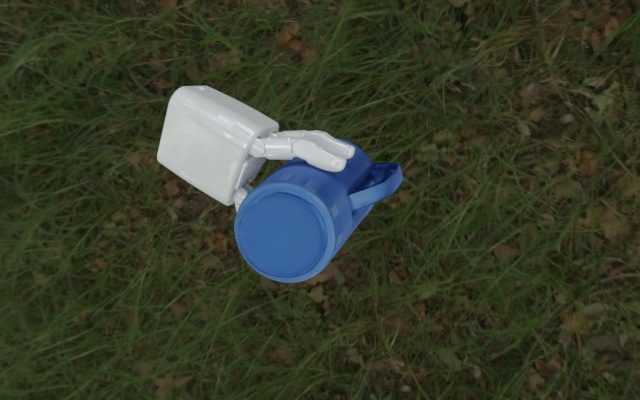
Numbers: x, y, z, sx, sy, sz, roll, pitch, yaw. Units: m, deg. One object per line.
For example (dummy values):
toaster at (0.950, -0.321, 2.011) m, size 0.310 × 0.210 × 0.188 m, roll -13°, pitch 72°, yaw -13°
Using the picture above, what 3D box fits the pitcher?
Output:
pitcher at (0.000, 0.002, 0.581) m, size 0.145 × 0.149 × 0.242 m, roll 32°, pitch 20°, yaw 4°
